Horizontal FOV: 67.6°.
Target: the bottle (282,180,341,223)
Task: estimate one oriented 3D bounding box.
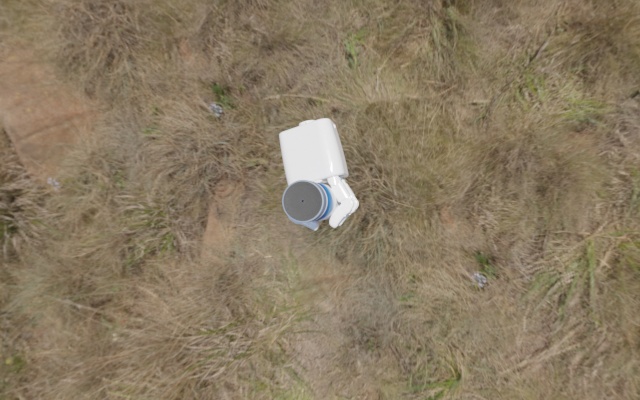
[{"bbox_3d":[0.000,0.003,0.879,0.069,0.069,0.296,0,-1,11],"label":"bottle"}]
